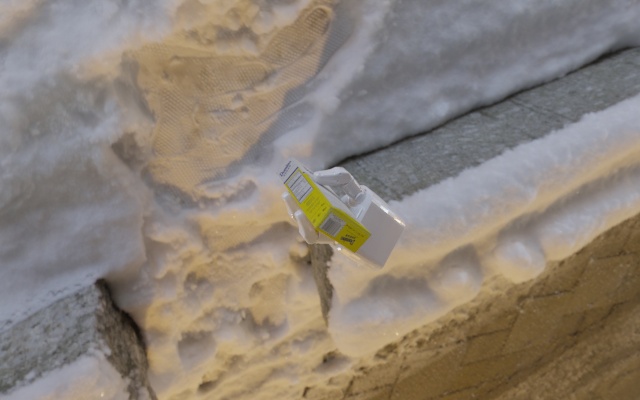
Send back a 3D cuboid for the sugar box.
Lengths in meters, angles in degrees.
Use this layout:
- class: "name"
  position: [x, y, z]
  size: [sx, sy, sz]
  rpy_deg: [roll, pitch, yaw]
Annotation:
- class: "sugar box"
  position: [0.000, 0.003, 0.748]
  size: [0.093, 0.048, 0.176]
  rpy_deg: [35, 7, -36]
